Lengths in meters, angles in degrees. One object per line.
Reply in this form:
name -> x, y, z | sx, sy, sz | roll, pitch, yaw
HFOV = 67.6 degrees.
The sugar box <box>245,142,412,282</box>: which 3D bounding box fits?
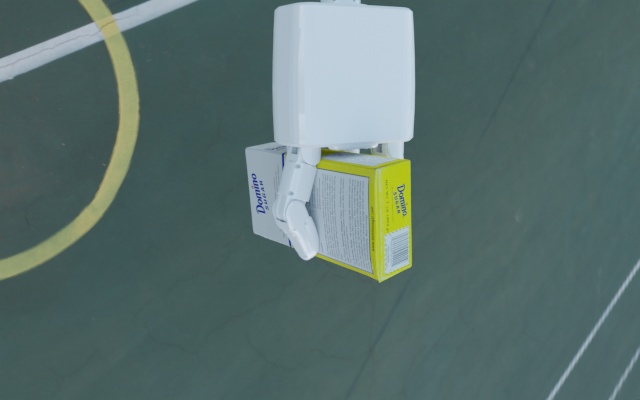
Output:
sugar box -> 0.001, 0.001, 0.430 | 0.048, 0.093, 0.176 | -15, 20, -36
